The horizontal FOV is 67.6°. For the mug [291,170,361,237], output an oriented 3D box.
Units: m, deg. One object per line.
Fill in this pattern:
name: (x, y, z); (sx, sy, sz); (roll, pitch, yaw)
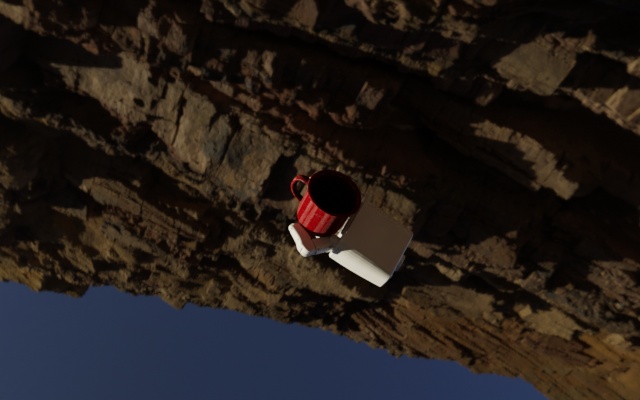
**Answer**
mug: (-0.001, 0.002, 0.797); (0.117, 0.093, 0.081); (34, -40, 2)
